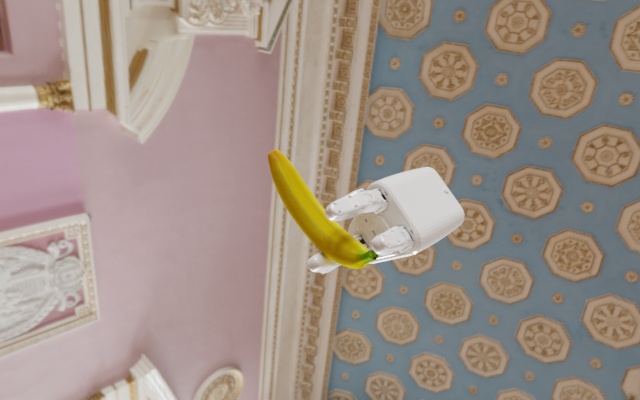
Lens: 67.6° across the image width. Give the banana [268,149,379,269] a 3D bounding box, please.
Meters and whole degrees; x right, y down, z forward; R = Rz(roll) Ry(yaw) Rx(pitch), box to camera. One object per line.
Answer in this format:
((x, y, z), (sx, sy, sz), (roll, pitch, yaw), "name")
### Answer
((-0.002, 0.018, 0.562), (0.037, 0.070, 0.197), (-21, 52, -36), "banana")
